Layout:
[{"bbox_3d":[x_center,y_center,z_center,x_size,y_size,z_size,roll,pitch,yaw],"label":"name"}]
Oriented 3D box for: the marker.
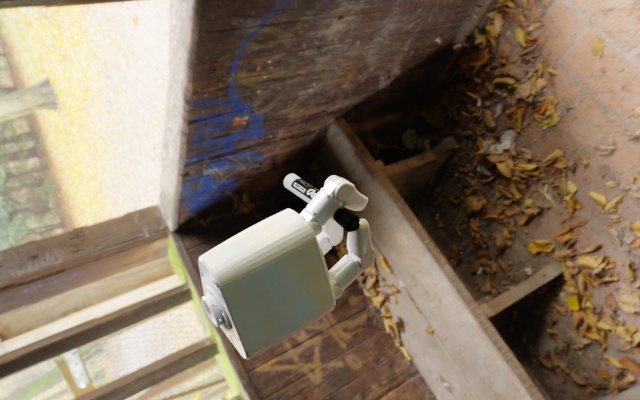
[{"bbox_3d":[0.000,0.002,0.519,0.020,0.020,0.121,0,24,-41],"label":"marker"}]
